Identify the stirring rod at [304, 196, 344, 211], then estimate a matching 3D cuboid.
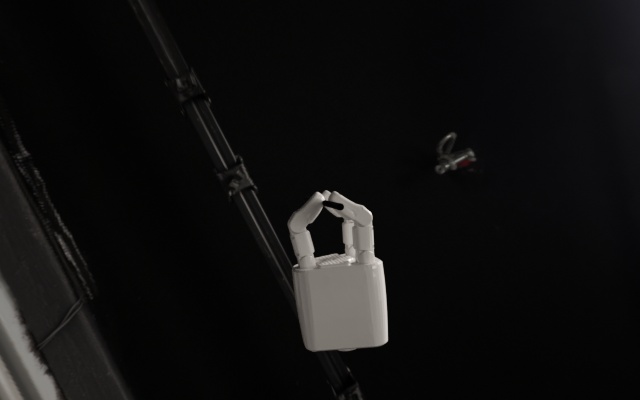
[{"bbox_3d":[0.000,0.002,0.638,0.011,0.011,0.239,0,2,-10],"label":"stirring rod"}]
